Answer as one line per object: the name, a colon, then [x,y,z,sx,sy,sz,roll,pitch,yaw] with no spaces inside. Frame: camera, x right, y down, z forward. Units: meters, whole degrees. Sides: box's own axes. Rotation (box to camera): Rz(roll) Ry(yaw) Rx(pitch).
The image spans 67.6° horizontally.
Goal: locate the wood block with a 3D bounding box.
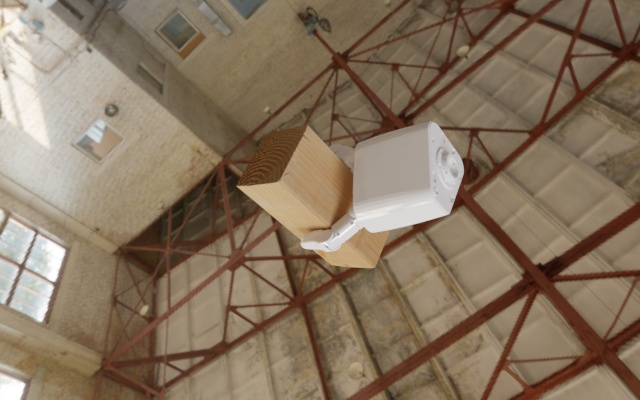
wood block: [0.000,0.002,0.654,0.090,0.090,0.206,-3,-37,46]
